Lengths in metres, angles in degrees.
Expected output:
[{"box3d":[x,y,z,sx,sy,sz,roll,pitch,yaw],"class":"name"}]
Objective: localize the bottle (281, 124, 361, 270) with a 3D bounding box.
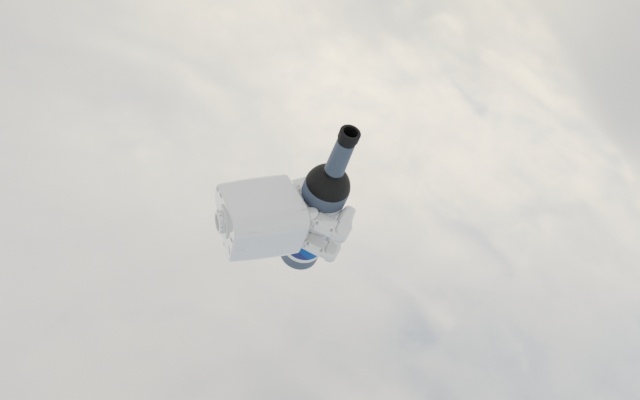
[{"box3d":[0.000,0.002,0.700,0.069,0.069,0.296,0,-36,-18],"class":"bottle"}]
